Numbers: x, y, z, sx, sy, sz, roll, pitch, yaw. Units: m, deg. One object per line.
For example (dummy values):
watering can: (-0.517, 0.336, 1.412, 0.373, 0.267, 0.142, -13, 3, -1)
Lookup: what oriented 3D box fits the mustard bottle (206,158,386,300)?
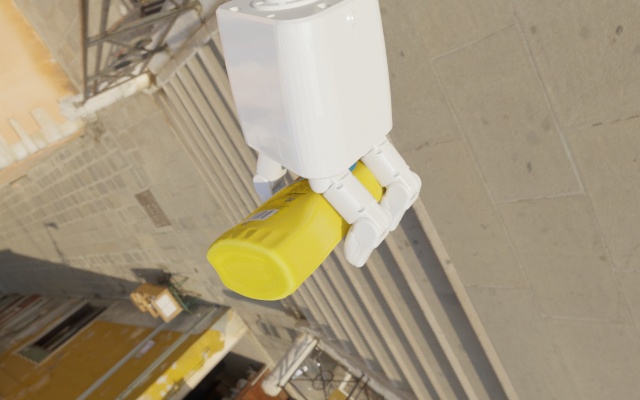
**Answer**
mustard bottle: (0.000, 0.002, 0.403, 0.096, 0.058, 0.191, -12, 24, 48)
